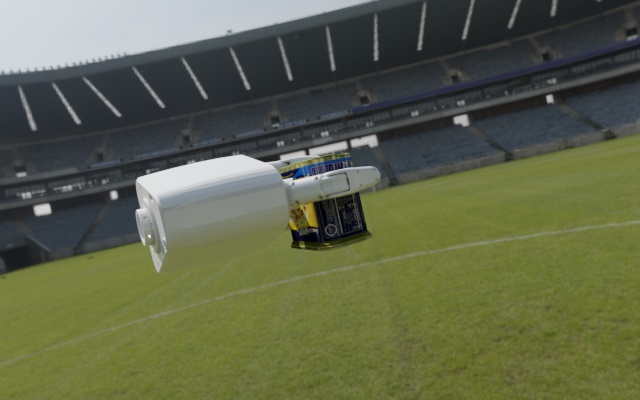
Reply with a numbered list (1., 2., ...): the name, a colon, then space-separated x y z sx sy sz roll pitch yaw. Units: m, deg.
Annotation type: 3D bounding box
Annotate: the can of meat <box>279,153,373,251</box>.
1. can of meat: 0.000 0.001 0.474 0.057 0.084 0.102 -14 2 -24
